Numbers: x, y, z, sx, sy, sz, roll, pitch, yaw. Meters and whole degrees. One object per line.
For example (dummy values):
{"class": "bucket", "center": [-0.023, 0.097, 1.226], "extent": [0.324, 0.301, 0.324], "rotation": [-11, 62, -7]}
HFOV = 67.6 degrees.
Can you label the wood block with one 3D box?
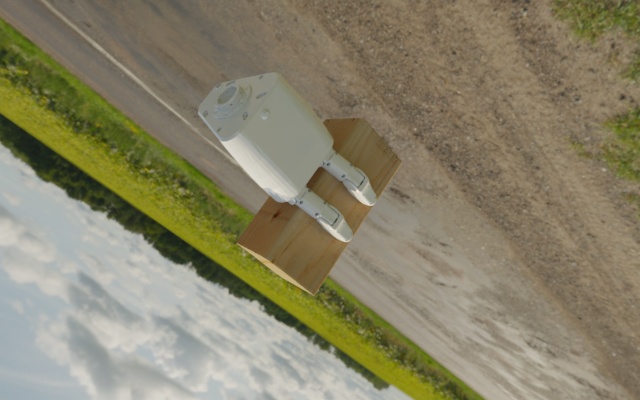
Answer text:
{"class": "wood block", "center": [0.000, 0.002, 0.612], "extent": [0.090, 0.206, 0.091], "rotation": [43, -15, -30]}
